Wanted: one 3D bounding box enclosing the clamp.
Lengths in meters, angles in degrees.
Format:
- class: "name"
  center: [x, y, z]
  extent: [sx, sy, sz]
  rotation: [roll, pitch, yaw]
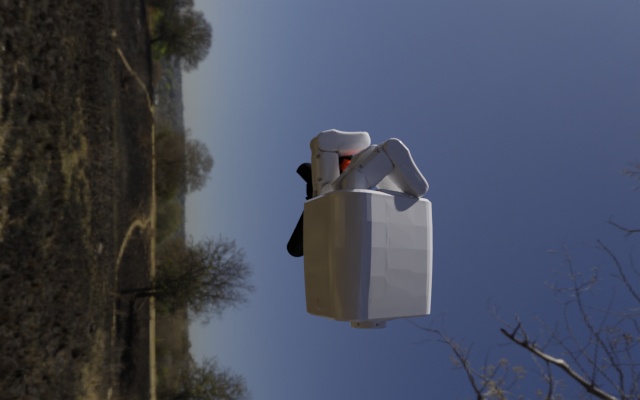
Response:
- class: "clamp"
  center: [0.001, 0.002, 0.530]
  extent: [0.039, 0.120, 0.171]
  rotation: [7, -10, -18]
